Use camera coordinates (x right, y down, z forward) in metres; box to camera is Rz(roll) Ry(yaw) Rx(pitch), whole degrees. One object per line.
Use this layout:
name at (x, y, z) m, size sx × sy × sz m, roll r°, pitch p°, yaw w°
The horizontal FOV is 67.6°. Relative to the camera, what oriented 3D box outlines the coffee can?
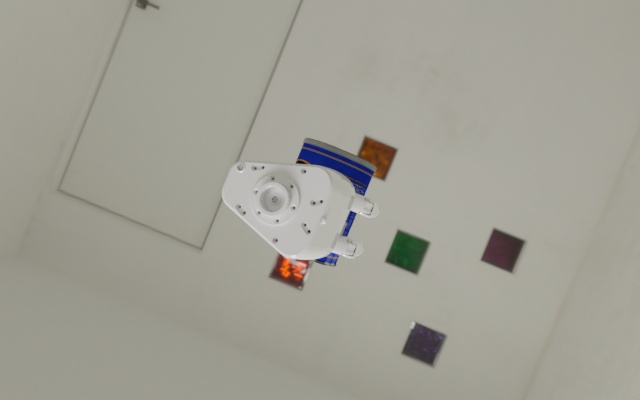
coffee can at (0.000, 0.002, 0.628) m, size 0.103 × 0.140 × 0.103 m, roll 22°, pitch 1°, yaw 0°
